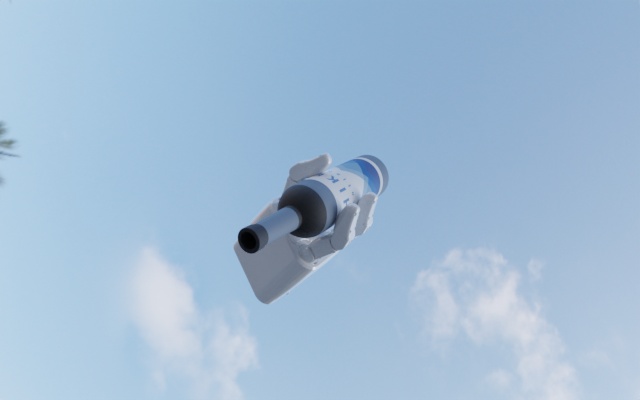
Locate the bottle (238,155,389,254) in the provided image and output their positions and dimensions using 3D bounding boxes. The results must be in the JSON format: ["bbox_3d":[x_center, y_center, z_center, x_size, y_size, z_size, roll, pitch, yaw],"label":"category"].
[{"bbox_3d":[0.000,0.002,0.594,0.069,0.069,0.295,0,15,30],"label":"bottle"}]
